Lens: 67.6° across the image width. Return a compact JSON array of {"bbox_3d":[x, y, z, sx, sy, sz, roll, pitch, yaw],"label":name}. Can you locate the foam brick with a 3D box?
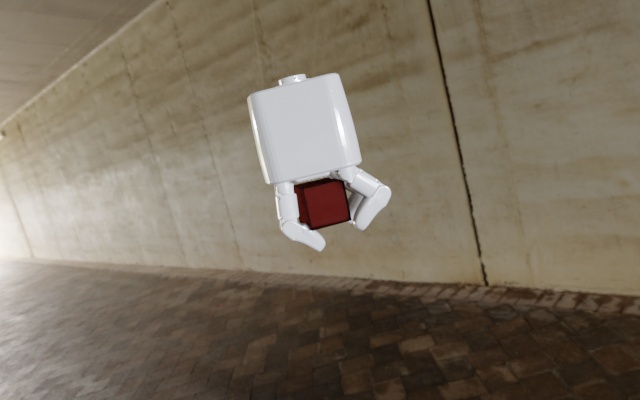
[{"bbox_3d":[0.000,0.002,0.596,0.053,0.051,0.078,-15,8,-12],"label":"foam brick"}]
